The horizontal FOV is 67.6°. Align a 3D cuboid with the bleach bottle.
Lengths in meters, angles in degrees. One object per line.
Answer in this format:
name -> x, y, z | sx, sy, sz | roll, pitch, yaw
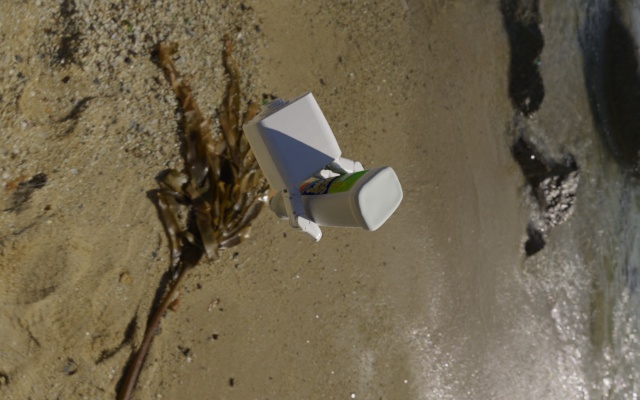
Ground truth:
bleach bottle -> 0.000, 0.002, 0.748 | 0.251, 0.068, 0.102 | -6, 27, 47
